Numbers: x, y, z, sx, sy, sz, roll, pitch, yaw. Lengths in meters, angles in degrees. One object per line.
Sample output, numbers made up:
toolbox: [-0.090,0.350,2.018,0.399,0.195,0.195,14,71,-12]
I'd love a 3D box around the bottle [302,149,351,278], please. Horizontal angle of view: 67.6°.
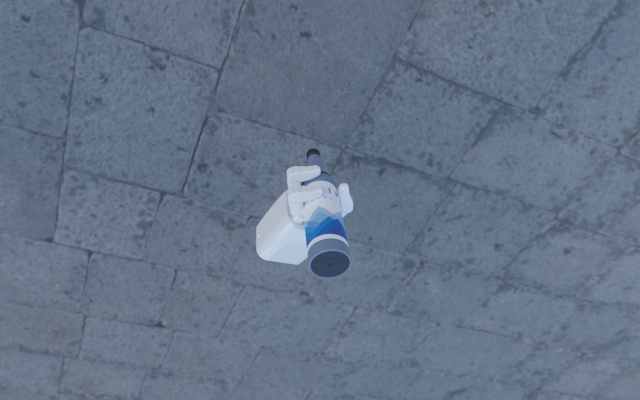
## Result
bottle: [0.000,0.003,0.848,0.069,0.069,0.295,0,41,-8]
